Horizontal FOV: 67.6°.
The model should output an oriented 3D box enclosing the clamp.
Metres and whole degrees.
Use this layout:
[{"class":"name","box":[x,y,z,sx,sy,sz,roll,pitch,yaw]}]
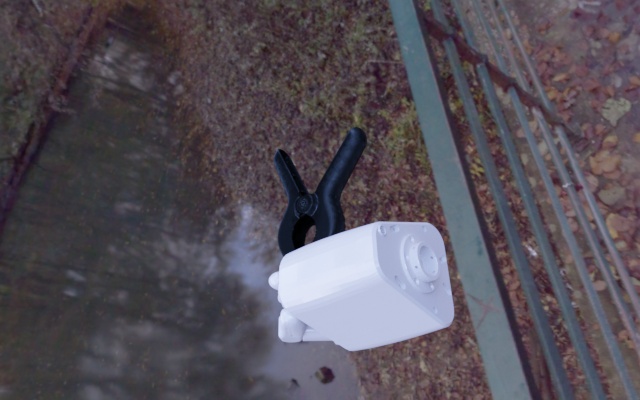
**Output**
[{"class":"clamp","box":[0.000,0.002,0.502,0.120,0.171,0.039,-23,-31,35]}]
